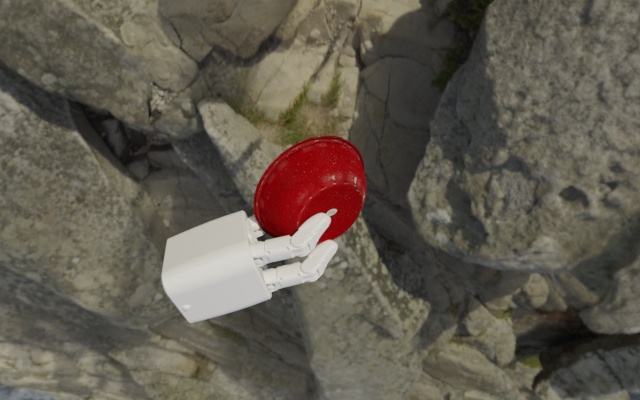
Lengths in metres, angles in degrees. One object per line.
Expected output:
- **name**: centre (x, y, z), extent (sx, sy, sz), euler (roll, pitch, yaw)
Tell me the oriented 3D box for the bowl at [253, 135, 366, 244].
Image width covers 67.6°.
- **bowl**: centre (0.001, 0.001, 0.600), extent (0.162, 0.162, 0.055), euler (0, 34, -35)
